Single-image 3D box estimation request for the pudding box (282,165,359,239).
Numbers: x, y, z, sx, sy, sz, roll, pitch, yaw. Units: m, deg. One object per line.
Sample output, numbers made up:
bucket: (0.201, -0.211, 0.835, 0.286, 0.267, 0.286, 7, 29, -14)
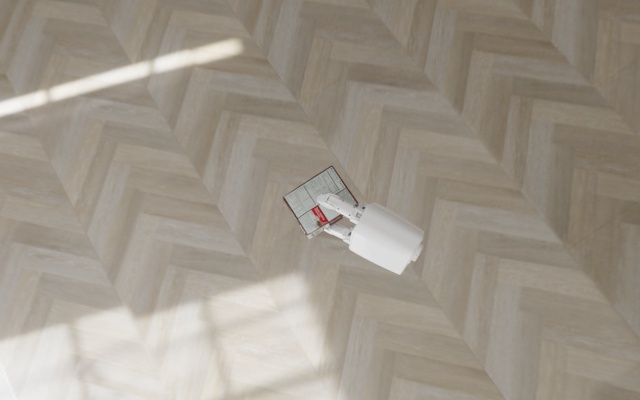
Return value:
pudding box: (0.000, 0.003, 0.879, 0.113, 0.090, 0.039, -32, -13, -4)
